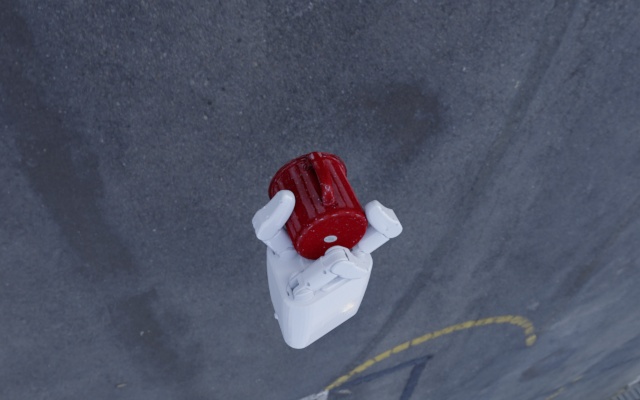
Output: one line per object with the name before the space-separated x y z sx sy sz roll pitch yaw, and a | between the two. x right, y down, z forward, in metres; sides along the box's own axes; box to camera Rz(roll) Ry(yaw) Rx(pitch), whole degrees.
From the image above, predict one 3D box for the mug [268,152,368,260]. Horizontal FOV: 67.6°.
mug | 0.000 0.001 0.501 0.093 0.081 0.117 -13 -39 -15
